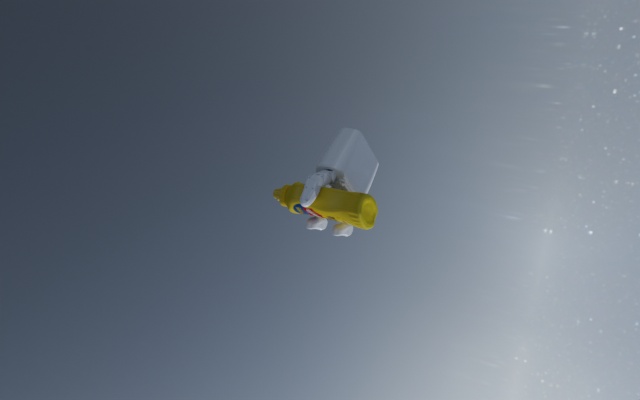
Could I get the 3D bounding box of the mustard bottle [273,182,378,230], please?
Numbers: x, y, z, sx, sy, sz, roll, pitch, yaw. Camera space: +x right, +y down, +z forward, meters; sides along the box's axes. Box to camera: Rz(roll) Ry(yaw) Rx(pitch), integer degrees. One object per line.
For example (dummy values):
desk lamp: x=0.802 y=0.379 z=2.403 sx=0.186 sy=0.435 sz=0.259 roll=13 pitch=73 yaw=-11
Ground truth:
mustard bottle: x=0.000 y=0.003 z=0.853 sx=0.191 sy=0.058 sz=0.096 roll=12 pitch=-10 yaw=26
